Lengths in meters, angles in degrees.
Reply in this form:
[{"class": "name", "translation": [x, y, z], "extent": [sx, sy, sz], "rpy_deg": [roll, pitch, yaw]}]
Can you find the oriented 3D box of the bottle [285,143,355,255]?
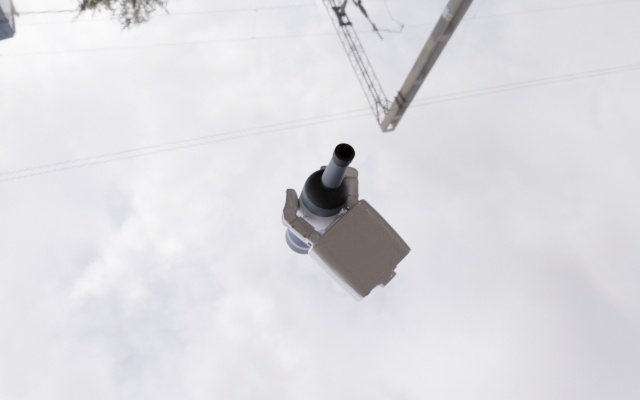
[{"class": "bottle", "translation": [0.000, 0.002, 0.726], "extent": [0.069, 0.069, 0.296], "rpy_deg": [0, -25, -13]}]
